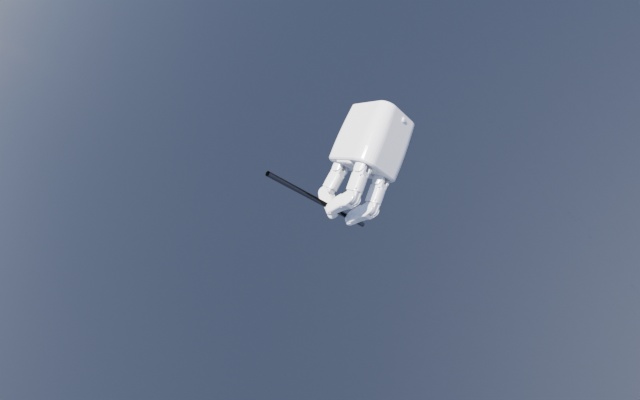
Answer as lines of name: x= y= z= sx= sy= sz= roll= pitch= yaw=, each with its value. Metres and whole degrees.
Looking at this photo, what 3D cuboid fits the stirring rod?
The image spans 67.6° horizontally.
stirring rod: x=0.000 y=0.002 z=0.751 sx=0.011 sy=0.011 sz=0.239 roll=0 pitch=-19 yaw=41
